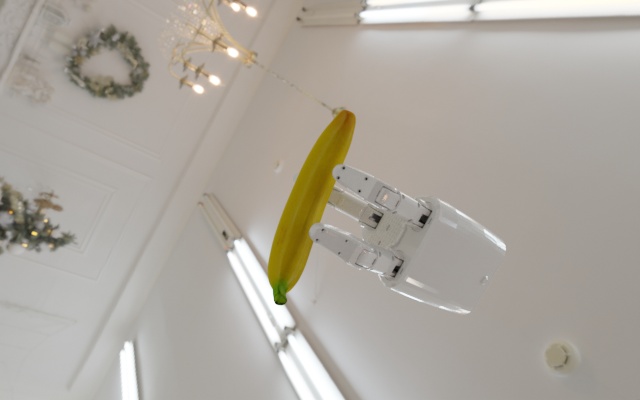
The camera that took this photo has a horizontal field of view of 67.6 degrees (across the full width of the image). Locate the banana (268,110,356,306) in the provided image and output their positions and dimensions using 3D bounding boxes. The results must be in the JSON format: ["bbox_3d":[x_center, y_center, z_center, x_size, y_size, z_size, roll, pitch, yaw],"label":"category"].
[{"bbox_3d":[-0.010,0.007,0.459,0.037,0.197,0.069,26,-20,-22],"label":"banana"}]
